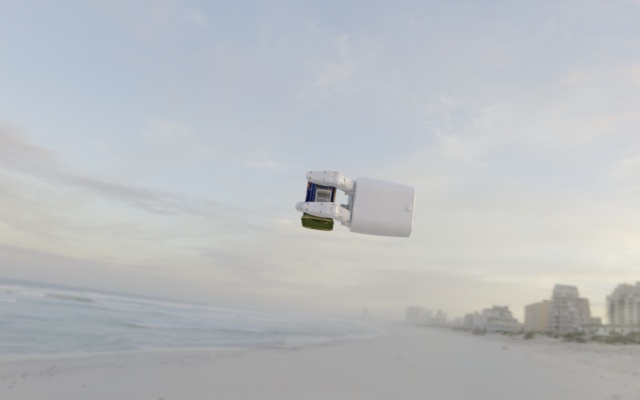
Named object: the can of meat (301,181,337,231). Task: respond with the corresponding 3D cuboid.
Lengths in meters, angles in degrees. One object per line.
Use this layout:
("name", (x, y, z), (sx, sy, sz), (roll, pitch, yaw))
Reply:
("can of meat", (0.000, 0.002, 0.844), (0.057, 0.084, 0.102), (8, -13, 2))
